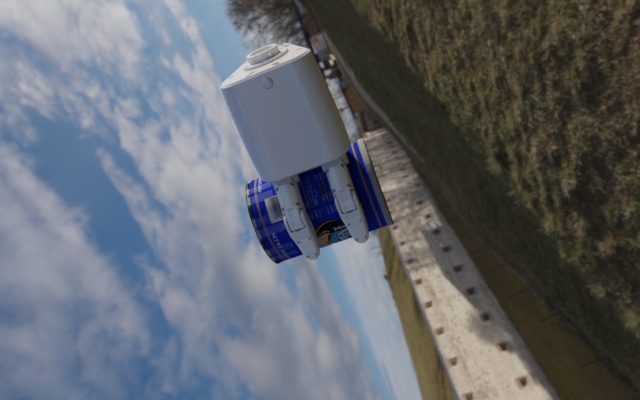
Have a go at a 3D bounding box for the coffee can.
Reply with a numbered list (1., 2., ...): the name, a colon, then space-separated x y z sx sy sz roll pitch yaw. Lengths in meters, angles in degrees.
1. coffee can: 0.000 0.002 0.545 0.140 0.103 0.103 -20 -3 8
